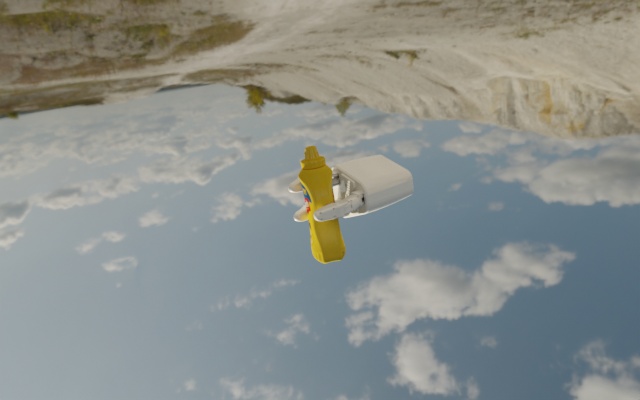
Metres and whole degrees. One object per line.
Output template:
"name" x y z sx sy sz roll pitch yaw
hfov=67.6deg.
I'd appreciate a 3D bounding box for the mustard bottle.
"mustard bottle" 0.000 0.003 0.808 0.058 0.192 0.096 -11 16 -3
